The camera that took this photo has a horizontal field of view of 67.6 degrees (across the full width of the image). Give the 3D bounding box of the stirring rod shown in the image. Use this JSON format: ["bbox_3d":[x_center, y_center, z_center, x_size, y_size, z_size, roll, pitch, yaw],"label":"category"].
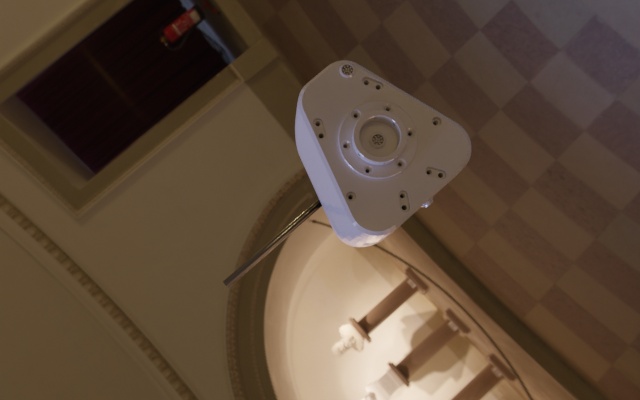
[{"bbox_3d":[0.000,0.001,0.467,0.239,0.011,0.011,-41,5,-6],"label":"stirring rod"}]
